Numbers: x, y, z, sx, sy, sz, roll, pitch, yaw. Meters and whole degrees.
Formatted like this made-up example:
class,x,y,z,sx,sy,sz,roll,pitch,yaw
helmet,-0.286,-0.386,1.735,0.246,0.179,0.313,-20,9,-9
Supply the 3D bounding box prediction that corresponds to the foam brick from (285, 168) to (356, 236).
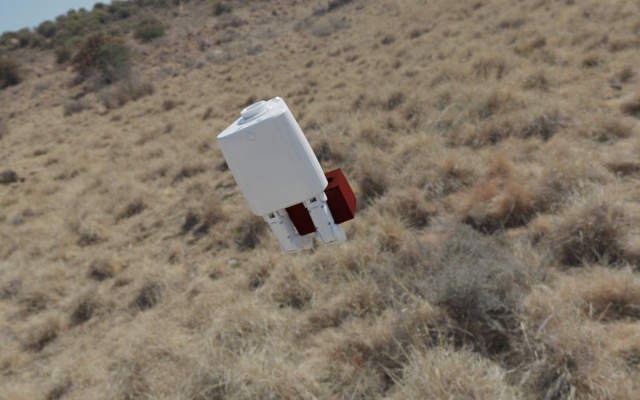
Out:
class,x,y,z,sx,sy,sz,roll,pitch,yaw
foam brick,0.000,0.002,0.610,0.078,0.051,0.053,-19,25,15
